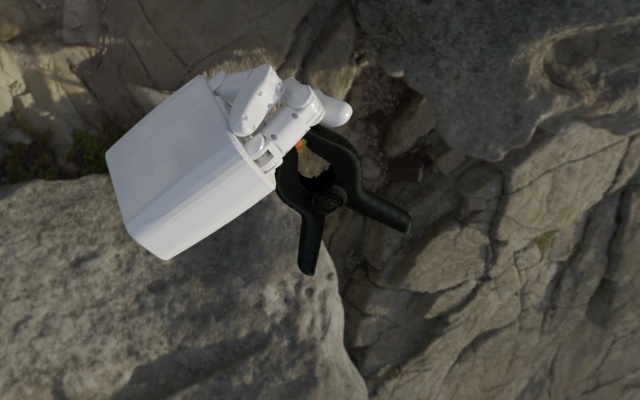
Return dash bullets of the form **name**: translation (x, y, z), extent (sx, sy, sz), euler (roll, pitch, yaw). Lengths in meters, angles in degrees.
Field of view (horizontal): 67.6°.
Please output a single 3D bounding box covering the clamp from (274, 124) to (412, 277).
- **clamp**: translation (0.000, 0.002, 0.434), extent (0.120, 0.171, 0.039), euler (-35, 34, 6)
